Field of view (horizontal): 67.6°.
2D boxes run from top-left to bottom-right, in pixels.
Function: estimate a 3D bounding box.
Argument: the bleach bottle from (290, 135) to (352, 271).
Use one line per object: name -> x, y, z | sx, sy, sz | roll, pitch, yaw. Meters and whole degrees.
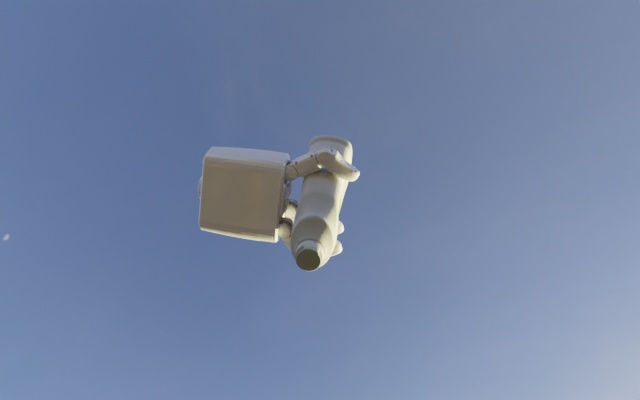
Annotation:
bleach bottle -> 0.000, 0.002, 0.624 | 0.068, 0.103, 0.250 | 8, 27, 3
